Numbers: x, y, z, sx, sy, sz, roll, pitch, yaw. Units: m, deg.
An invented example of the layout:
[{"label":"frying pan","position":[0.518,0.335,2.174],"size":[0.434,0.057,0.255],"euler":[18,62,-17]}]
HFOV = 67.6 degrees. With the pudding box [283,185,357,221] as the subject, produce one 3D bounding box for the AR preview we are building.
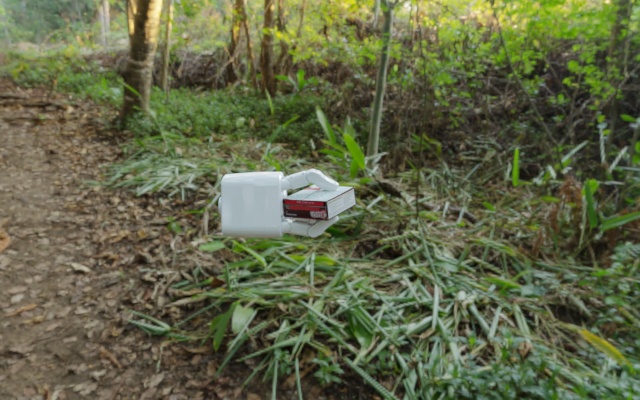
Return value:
[{"label":"pudding box","position":[0.000,0.003,0.848],"size":[0.090,0.039,0.113],"euler":[5,18,30]}]
